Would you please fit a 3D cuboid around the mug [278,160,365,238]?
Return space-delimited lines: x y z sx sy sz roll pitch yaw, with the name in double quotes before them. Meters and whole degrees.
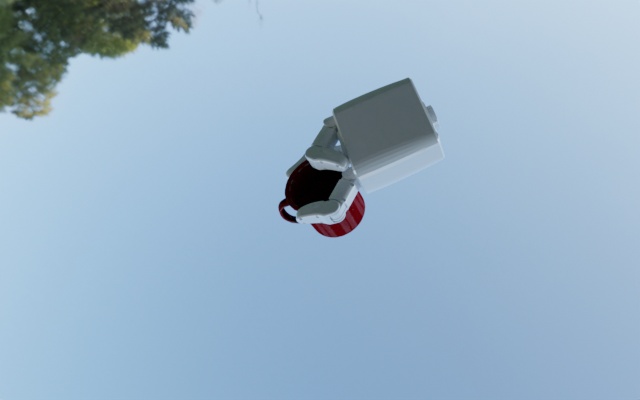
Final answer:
"mug" -0.001 0.003 0.650 0.117 0.093 0.081 -23 -41 13
